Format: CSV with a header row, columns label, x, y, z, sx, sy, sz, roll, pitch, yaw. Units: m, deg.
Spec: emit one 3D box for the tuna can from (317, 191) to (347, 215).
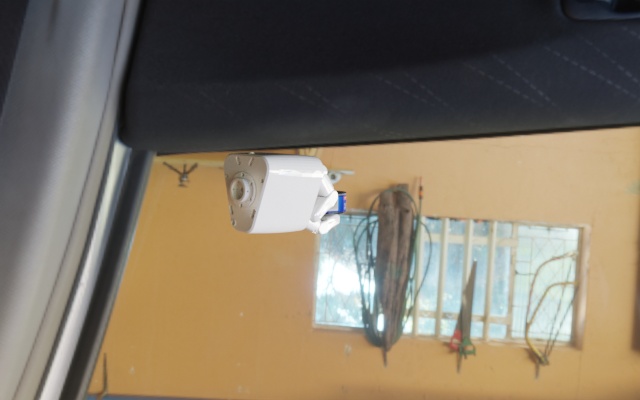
label,x,y,z,sx,sy,sz,roll,pitch,yaw
tuna can,0.000,0.003,0.786,0.086,0.034,0.086,0,5,0
